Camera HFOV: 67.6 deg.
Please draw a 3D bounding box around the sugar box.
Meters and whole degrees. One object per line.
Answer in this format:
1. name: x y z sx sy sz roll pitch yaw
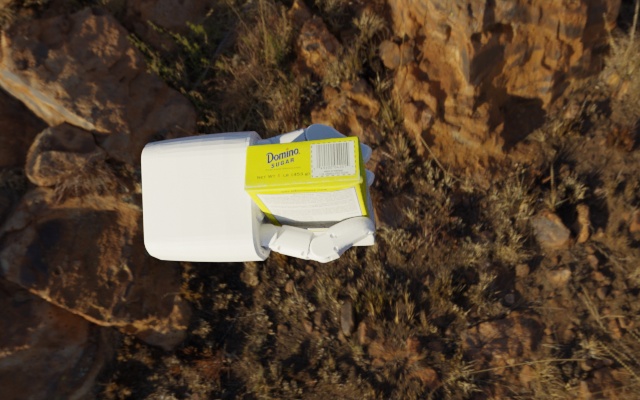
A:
1. sugar box: 0.000 0.001 0.446 0.093 0.048 0.176 -3 -18 8
